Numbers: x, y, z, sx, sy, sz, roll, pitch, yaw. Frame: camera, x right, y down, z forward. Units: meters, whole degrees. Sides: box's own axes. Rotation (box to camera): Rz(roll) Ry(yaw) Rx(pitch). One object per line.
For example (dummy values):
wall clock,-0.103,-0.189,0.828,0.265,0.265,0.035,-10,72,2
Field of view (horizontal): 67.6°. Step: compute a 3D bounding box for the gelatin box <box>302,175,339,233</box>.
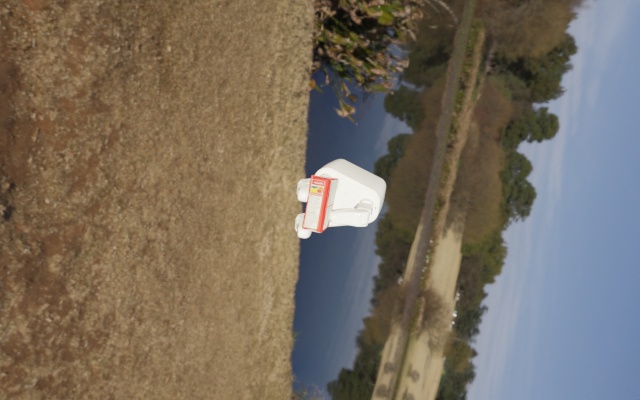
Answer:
gelatin box,0.001,0.002,0.668,0.030,0.073,0.089,11,5,7
